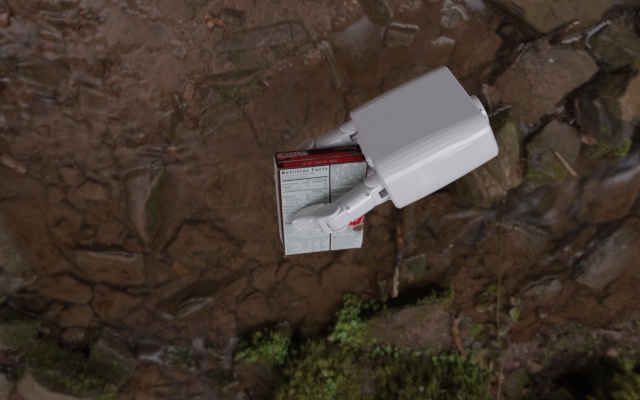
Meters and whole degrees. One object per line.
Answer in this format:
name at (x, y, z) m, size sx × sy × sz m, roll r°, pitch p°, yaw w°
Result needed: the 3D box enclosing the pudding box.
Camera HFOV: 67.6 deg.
pudding box at (0.000, 0.002, 0.495) m, size 0.090 × 0.114 × 0.039 m, roll -5°, pitch 32°, yaw -7°
